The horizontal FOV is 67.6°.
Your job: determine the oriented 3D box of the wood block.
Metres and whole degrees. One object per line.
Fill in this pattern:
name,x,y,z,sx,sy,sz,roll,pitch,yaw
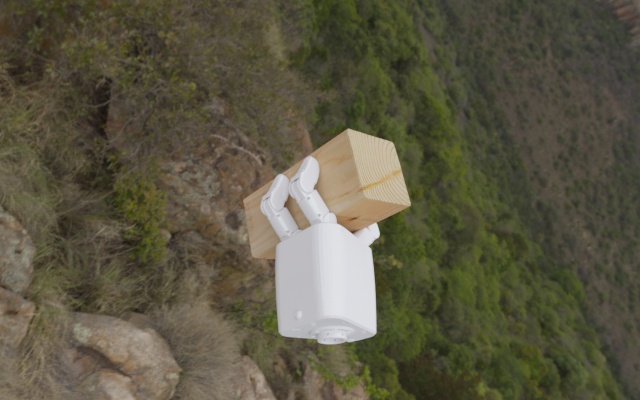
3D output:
wood block,0.000,0.002,0.620,0.091,0.090,0.206,9,-29,-44
